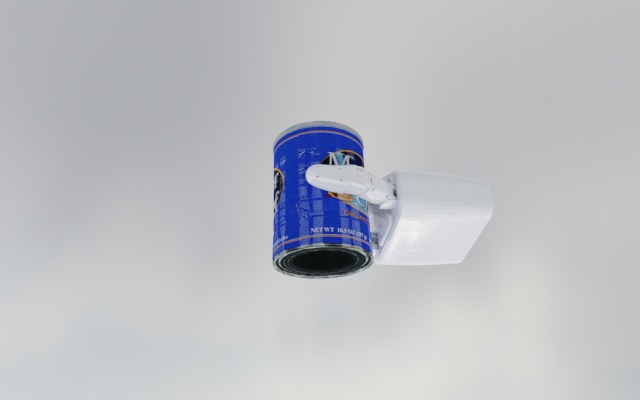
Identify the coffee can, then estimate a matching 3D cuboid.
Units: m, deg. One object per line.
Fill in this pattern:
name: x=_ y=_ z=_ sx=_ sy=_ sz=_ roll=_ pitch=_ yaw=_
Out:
coffee can: x=0.000 y=0.001 z=0.511 sx=0.103 sy=0.140 sz=0.103 roll=-2 pitch=-26 yaw=-1
